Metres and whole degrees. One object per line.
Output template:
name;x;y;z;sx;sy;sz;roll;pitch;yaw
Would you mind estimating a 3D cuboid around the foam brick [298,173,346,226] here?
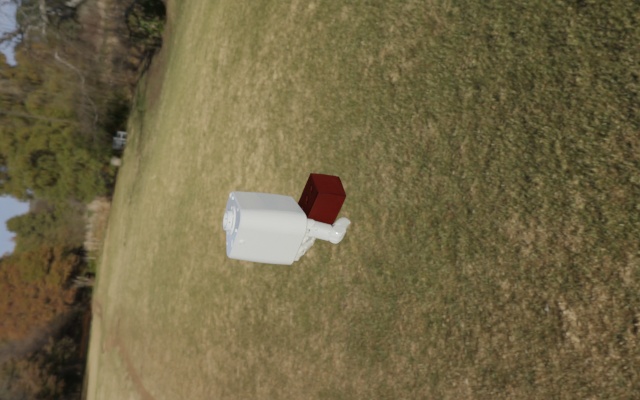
foam brick;0.000;0.002;0.775;0.051;0.078;0.053;9;35;-22
